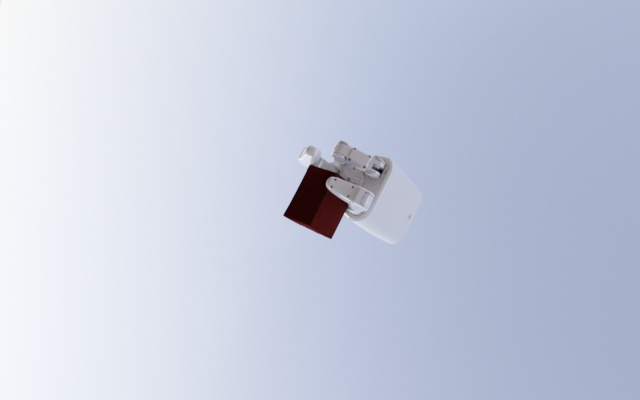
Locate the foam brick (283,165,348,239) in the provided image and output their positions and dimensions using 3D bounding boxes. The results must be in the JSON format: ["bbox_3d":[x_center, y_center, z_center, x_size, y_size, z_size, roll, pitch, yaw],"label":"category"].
[{"bbox_3d":[0.000,0.002,0.623,0.053,0.078,0.051,21,-10,42],"label":"foam brick"}]
